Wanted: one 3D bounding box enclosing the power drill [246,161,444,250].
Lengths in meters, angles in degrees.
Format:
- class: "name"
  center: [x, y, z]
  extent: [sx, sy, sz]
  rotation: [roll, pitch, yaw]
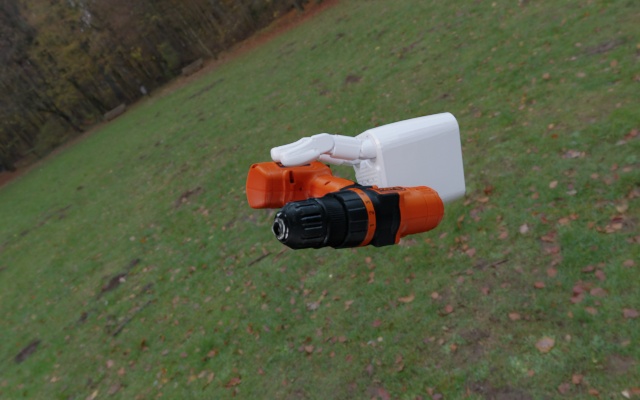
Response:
- class: "power drill"
  center: [0.000, 0.001, 0.483]
  extent: [0.184, 0.057, 0.187]
  rotation: [-3, 15, -36]
